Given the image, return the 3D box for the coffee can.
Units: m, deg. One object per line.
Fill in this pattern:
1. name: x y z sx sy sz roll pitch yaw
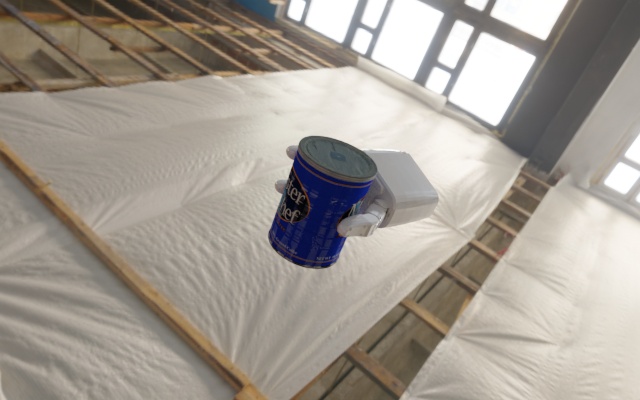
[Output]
1. coffee can: 0.000 0.002 0.616 0.103 0.140 0.102 17 29 -9
